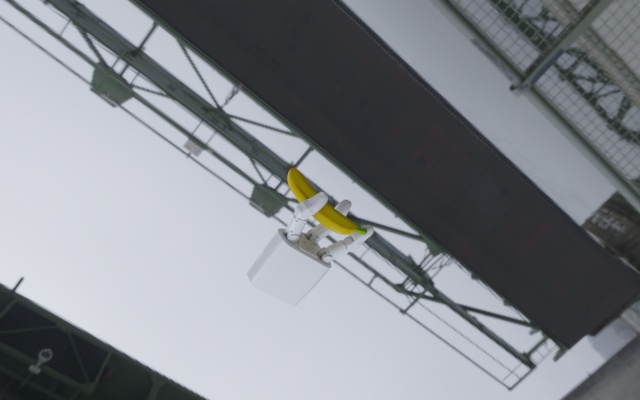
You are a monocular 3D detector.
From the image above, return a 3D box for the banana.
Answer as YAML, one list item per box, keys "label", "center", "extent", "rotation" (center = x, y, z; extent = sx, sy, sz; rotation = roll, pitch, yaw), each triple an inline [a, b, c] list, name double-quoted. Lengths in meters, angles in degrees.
- label: "banana"
  center: [-0.006, 0.003, 0.853]
  extent: [0.197, 0.037, 0.069]
  rotation: [43, 16, 24]
